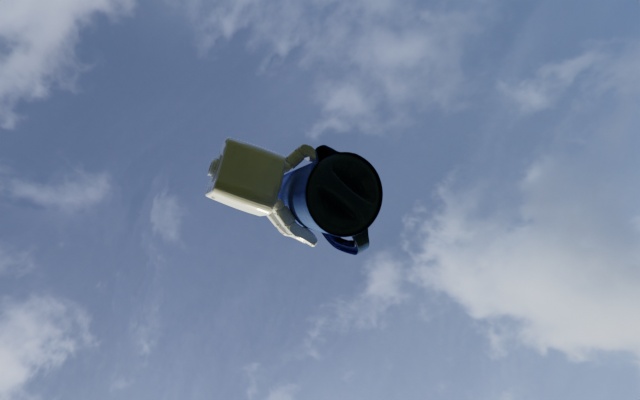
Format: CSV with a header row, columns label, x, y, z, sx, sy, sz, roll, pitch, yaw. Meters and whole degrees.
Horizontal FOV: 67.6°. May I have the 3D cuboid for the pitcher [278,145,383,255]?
label,x,y,z,sx,sy,sz,roll,pitch,yaw
pitcher,0.000,0.003,0.846,0.145,0.149,0.243,20,-8,-20
